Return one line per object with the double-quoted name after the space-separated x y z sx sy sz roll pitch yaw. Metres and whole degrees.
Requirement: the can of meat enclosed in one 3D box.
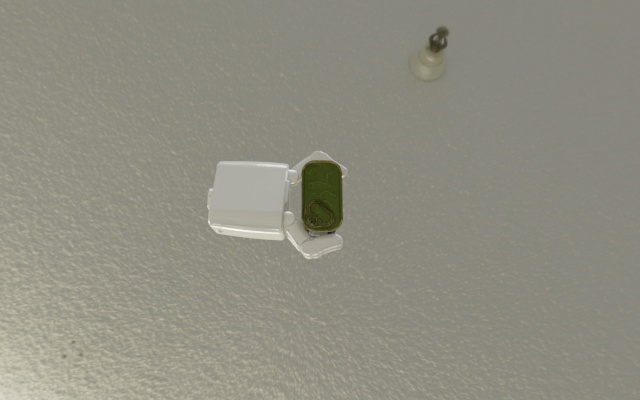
0.000 0.002 0.700 0.057 0.102 0.084 0 -14 -3 "can of meat"
